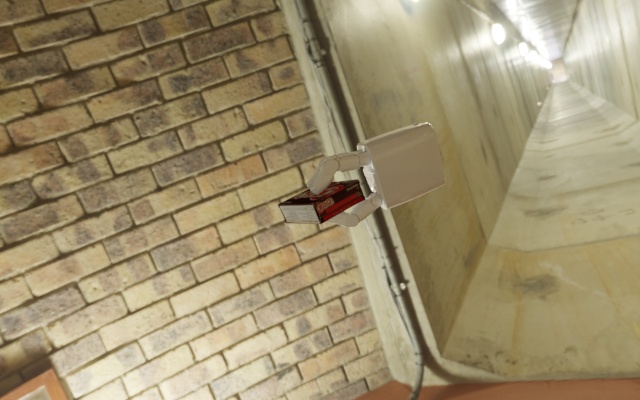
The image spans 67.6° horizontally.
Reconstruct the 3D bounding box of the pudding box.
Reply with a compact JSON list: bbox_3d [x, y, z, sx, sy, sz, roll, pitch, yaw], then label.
[{"bbox_3d":[0.000,0.003,0.738,0.090,0.039,0.113,-27,11,-30],"label":"pudding box"}]
